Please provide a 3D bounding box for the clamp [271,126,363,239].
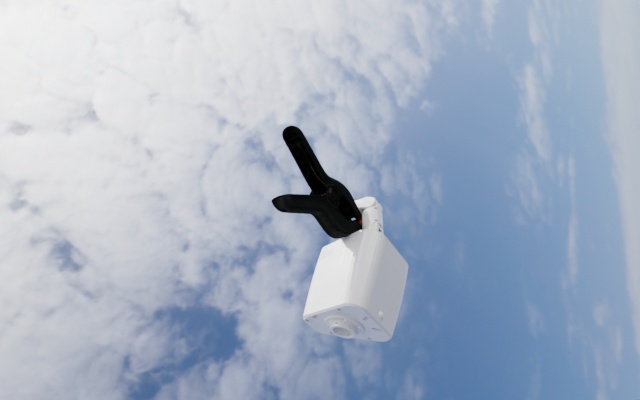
[{"bbox_3d":[0.000,0.002,0.585,0.039,0.120,0.171,-18,-51,36],"label":"clamp"}]
